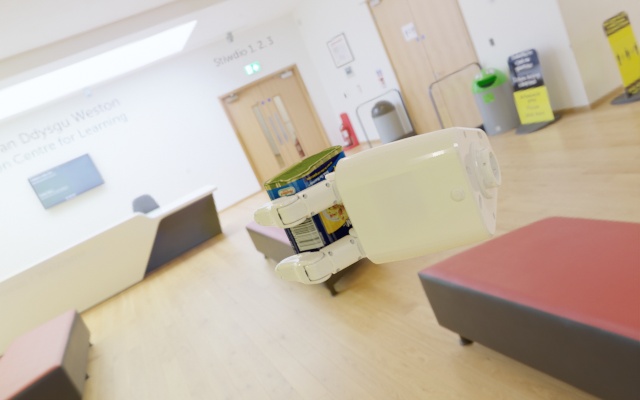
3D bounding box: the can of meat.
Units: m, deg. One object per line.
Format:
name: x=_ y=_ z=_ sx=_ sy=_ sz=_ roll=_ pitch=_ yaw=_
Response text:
can of meat: x=0.000 y=0.001 z=0.470 sx=0.057 sy=0.084 sz=0.102 roll=-14 pitch=15 yaw=35
